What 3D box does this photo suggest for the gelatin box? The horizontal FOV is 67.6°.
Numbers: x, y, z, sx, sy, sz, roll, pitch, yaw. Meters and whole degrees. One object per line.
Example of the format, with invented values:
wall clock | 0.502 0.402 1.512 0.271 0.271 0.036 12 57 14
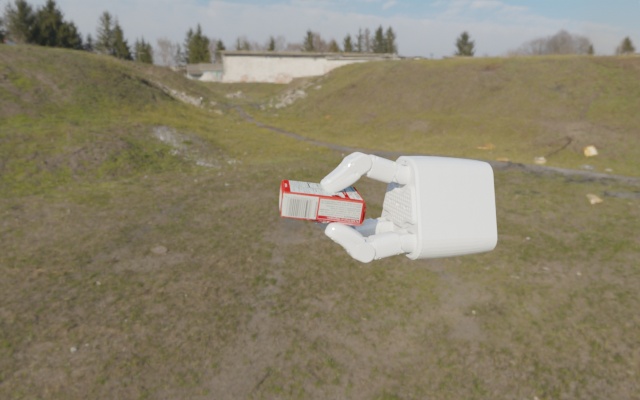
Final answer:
gelatin box | 0.000 0.001 0.523 0.089 0.030 0.073 7 12 -7
